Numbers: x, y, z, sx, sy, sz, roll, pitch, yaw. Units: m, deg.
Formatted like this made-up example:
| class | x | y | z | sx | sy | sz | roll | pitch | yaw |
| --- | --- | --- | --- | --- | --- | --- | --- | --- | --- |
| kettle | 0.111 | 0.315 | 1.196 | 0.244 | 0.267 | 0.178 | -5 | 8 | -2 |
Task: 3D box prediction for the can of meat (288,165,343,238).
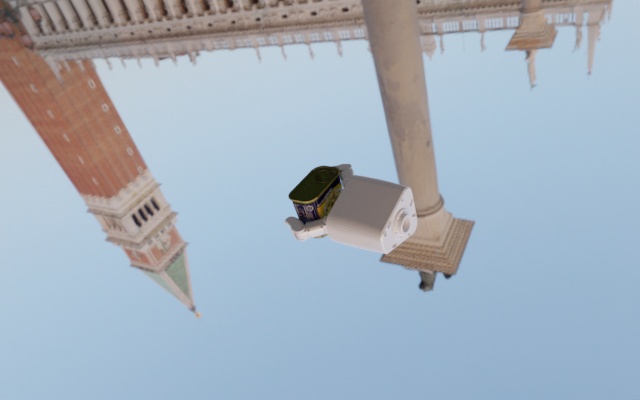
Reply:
| class | x | y | z | sx | sy | sz | roll | pitch | yaw |
| --- | --- | --- | --- | --- | --- | --- | --- | --- | --- |
| can of meat | 0.000 | 0.003 | 0.826 | 0.057 | 0.084 | 0.102 | 10 | 43 | 35 |
